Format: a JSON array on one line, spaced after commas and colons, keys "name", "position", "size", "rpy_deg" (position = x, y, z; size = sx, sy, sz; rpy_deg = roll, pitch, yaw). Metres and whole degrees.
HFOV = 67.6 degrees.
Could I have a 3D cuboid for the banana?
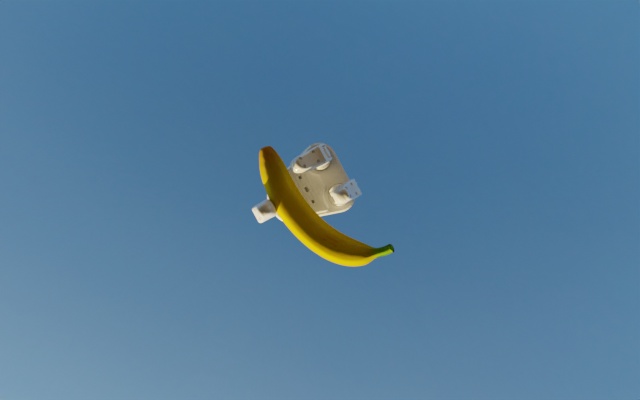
[{"name": "banana", "position": [-0.008, 0.018, 0.571], "size": [0.198, 0.069, 0.037], "rpy_deg": [38, 11, 5]}]
